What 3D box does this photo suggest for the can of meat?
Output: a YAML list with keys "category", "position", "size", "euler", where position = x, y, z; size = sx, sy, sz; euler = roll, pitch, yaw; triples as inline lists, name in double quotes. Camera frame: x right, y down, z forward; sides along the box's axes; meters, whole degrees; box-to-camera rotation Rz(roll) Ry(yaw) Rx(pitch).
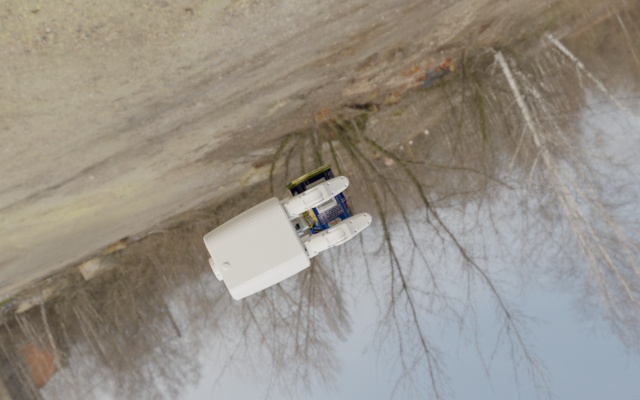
- category: "can of meat"
  position: [0.000, 0.002, 0.652]
  size: [0.057, 0.084, 0.102]
  euler: [-27, 2, -12]
